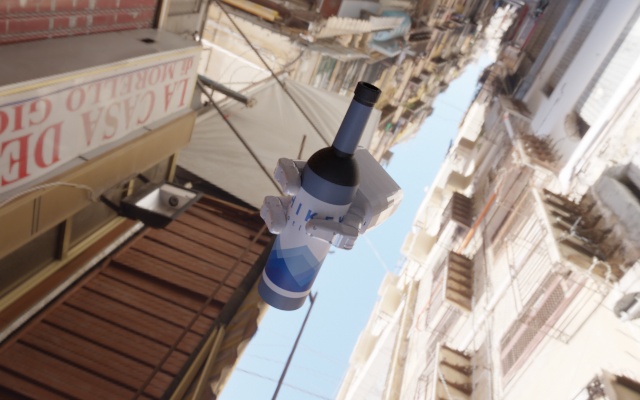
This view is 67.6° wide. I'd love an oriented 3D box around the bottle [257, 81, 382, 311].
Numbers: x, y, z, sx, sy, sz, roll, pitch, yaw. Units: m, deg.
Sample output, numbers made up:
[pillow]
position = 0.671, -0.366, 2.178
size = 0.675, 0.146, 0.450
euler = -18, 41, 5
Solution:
[bottle]
position = 0.000, 0.002, 0.563
size = 0.069, 0.296, 0.069
euler = 18, 27, -10
